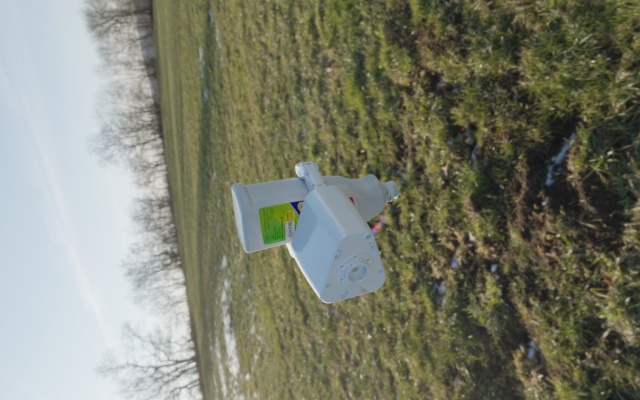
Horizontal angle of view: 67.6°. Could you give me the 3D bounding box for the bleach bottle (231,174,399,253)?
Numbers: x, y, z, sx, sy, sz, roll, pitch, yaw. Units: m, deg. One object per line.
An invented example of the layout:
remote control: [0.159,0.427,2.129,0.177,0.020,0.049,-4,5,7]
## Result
bleach bottle: [0.000,0.002,0.715,0.251,0.103,0.068,-13,34,-17]
